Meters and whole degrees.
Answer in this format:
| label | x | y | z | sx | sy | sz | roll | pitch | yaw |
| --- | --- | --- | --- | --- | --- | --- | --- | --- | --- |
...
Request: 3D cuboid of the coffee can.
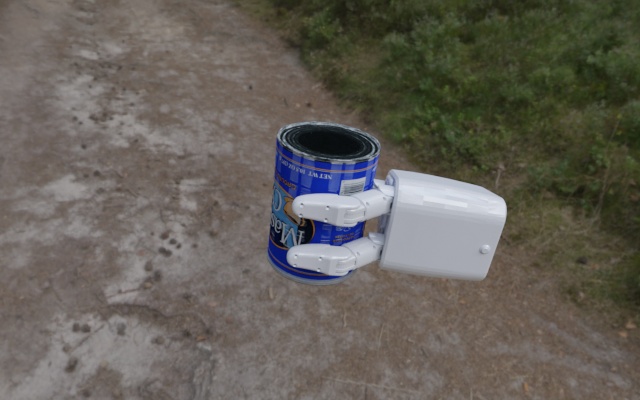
| label | x | y | z | sx | sy | sz | roll | pitch | yaw |
| --- | --- | --- | --- | --- | --- | --- | --- | --- | --- |
| coffee can | 0.000 | 0.002 | 0.497 | 0.103 | 0.140 | 0.102 | 6 | 28 | -3 |
